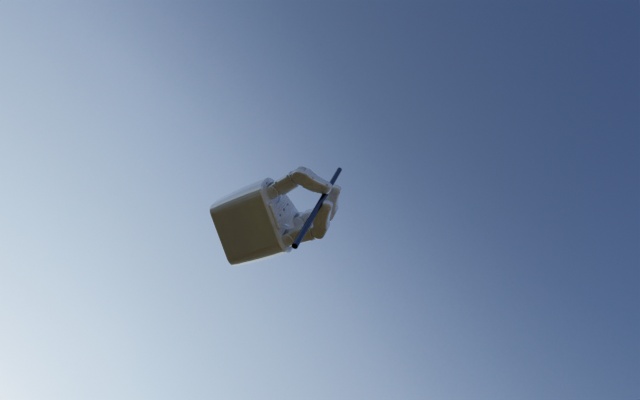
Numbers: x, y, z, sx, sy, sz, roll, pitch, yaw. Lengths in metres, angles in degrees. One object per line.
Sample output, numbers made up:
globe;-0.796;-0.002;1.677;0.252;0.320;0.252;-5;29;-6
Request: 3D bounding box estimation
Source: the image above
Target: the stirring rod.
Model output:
stirring rod;0.000;0.002;0.673;0.011;0.011;0.239;0;26;17
